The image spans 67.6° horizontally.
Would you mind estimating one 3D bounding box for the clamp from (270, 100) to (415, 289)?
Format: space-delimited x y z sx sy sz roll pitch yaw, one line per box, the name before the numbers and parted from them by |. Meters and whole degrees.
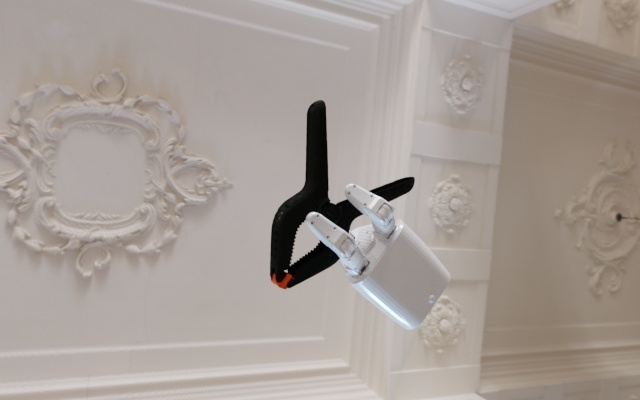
clamp | 0.000 0.002 0.552 0.164 0.210 0.036 43 -14 -18
